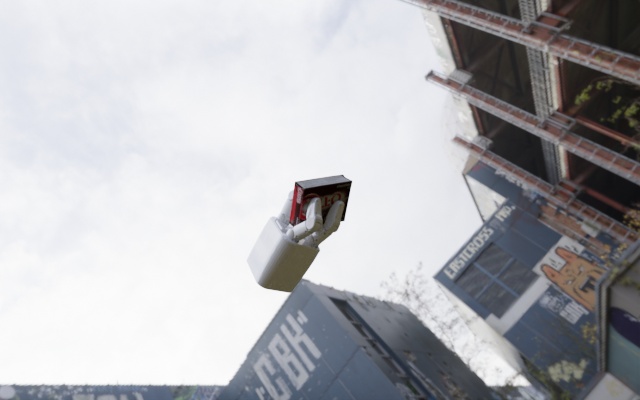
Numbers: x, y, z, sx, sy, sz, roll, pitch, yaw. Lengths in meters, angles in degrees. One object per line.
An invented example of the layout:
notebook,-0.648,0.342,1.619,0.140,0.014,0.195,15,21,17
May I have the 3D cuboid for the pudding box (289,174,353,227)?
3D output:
pudding box,0.000,0.003,0.896,0.113,0.090,0.039,-13,36,-35
